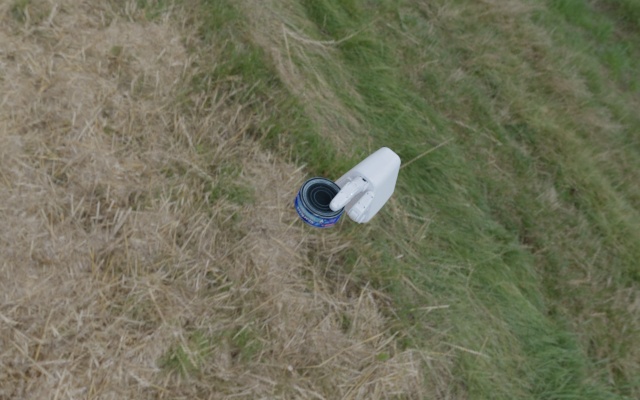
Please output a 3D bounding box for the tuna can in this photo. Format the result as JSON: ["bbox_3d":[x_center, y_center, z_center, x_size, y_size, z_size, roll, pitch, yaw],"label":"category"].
[{"bbox_3d":[0.000,0.002,0.824,0.086,0.086,0.034,0,-32,-22],"label":"tuna can"}]
